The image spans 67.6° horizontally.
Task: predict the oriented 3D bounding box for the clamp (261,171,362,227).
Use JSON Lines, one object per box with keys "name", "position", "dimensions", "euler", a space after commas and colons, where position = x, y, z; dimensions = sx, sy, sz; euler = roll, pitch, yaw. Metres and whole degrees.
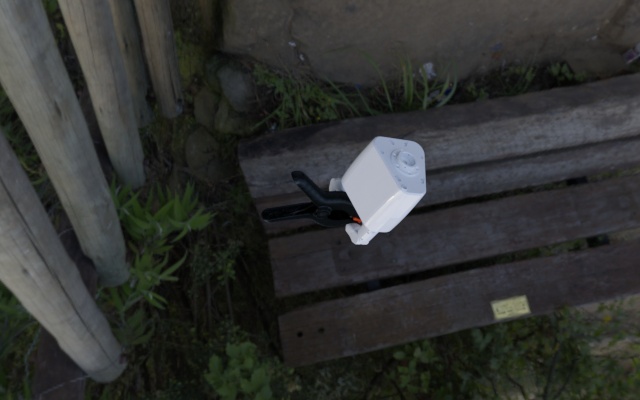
{"name": "clamp", "position": [0.000, 0.003, 0.781], "dimensions": [0.171, 0.039, 0.120], "euler": [5, -33, -24]}
